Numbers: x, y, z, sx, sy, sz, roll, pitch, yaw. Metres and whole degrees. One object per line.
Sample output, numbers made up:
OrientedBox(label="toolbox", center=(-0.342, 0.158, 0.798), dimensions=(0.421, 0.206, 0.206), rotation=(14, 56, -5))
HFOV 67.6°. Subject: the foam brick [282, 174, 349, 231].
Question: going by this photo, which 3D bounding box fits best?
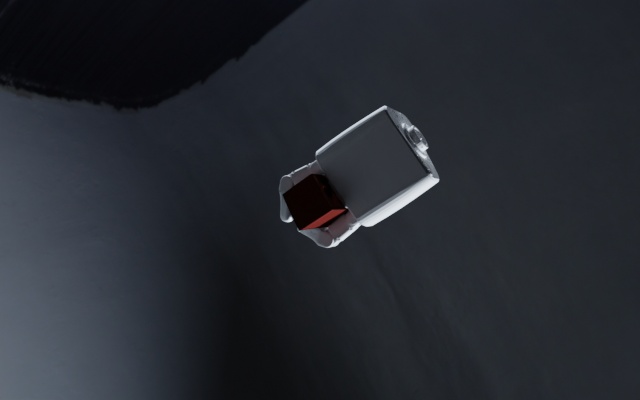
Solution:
OrientedBox(label="foam brick", center=(0.000, 0.002, 0.602), dimensions=(0.051, 0.053, 0.078), rotation=(-34, -15, 24))
